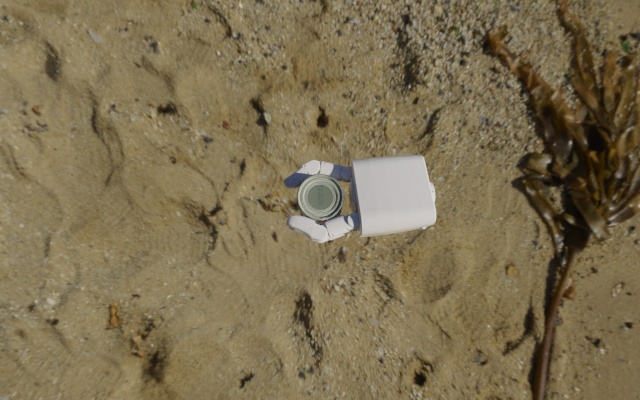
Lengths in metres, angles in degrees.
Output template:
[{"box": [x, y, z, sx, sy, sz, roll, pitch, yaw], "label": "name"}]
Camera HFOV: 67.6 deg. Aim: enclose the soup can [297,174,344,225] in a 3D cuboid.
[{"box": [0.000, 0.002, 0.707, 0.068, 0.068, 0.102, 0, -8, 0], "label": "soup can"}]
